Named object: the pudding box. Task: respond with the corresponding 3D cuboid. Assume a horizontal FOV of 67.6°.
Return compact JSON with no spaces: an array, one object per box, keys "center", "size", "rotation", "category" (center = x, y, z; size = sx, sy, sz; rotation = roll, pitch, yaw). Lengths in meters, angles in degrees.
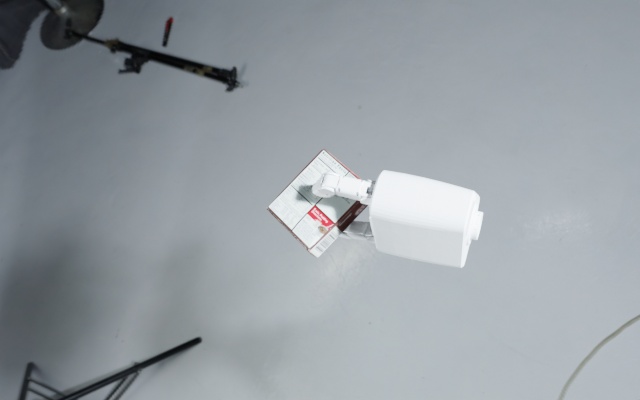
[{"center":[0.000,0.002,0.619],"size":[0.090,0.113,0.039],"rotation":[43,-4,26],"category":"pudding box"}]
